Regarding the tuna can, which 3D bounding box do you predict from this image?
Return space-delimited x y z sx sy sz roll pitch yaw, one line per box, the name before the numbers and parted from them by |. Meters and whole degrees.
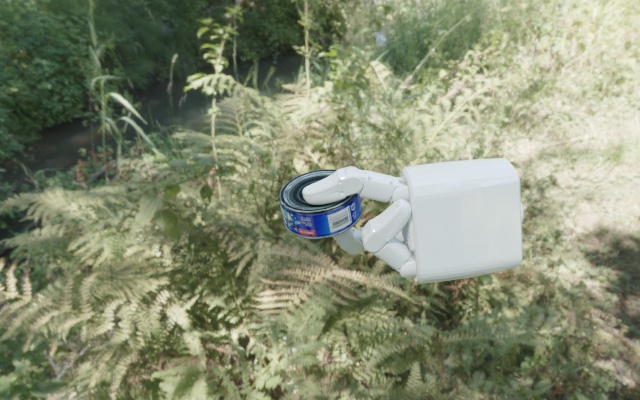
tuna can | 0.000 0.001 0.504 0.086 0.034 0.086 -8 33 5
